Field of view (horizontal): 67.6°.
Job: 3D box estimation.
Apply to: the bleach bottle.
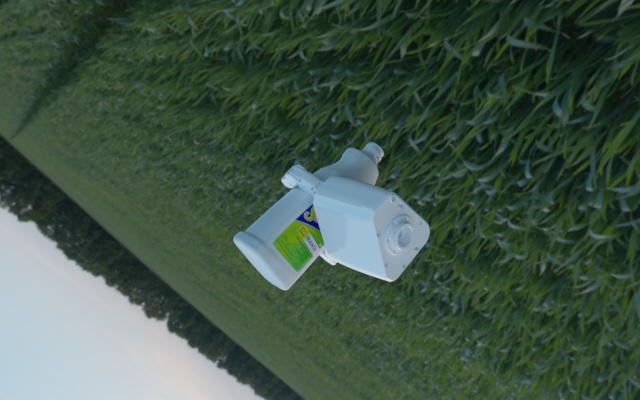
[{"bbox_3d":[0.000,0.002,0.676,0.250,0.103,0.068,-47,35,-20],"label":"bleach bottle"}]
